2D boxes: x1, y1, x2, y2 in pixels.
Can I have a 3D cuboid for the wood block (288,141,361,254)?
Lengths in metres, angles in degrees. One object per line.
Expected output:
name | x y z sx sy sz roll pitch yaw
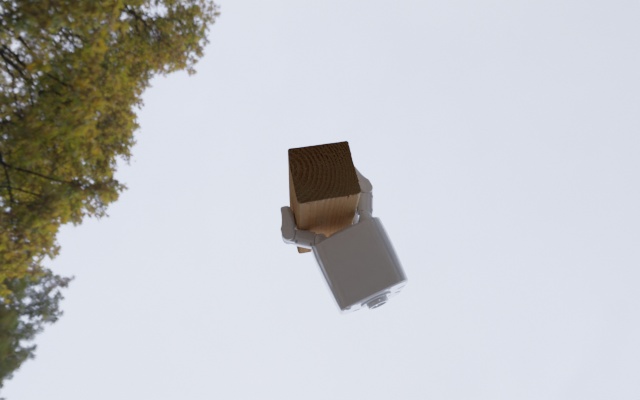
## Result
wood block | 0.000 0.003 0.753 0.091 0.090 0.206 -9 -25 -7
